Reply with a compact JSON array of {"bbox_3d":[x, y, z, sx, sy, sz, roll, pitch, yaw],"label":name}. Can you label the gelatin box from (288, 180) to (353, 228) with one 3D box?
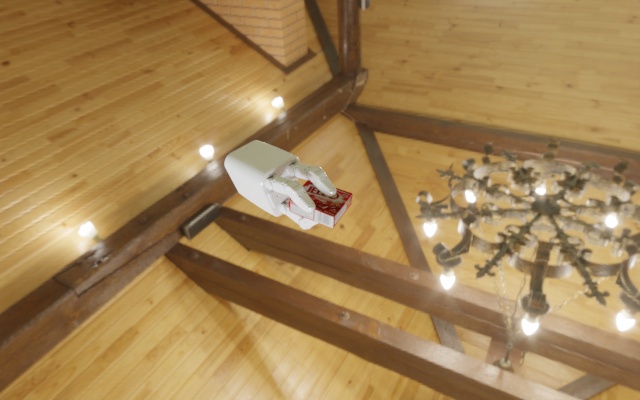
[{"bbox_3d":[0.000,0.003,0.827,0.089,0.030,0.073,20,42,20],"label":"gelatin box"}]
